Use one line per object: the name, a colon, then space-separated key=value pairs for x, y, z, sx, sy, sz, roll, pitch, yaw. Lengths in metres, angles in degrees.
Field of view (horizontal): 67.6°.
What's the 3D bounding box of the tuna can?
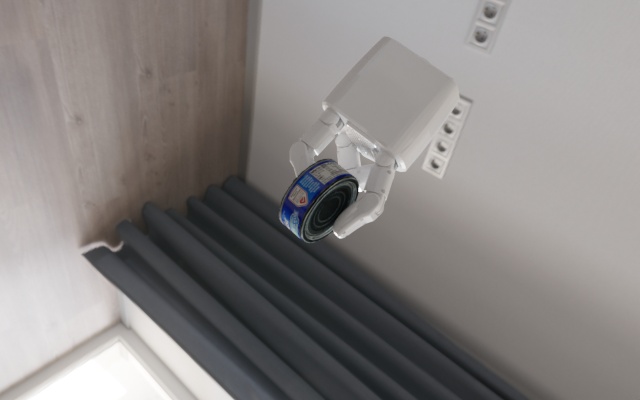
tuna can: x=0.000 y=0.002 z=0.492 sx=0.033 sy=0.086 sz=0.086 roll=40 pitch=20 yaw=26
